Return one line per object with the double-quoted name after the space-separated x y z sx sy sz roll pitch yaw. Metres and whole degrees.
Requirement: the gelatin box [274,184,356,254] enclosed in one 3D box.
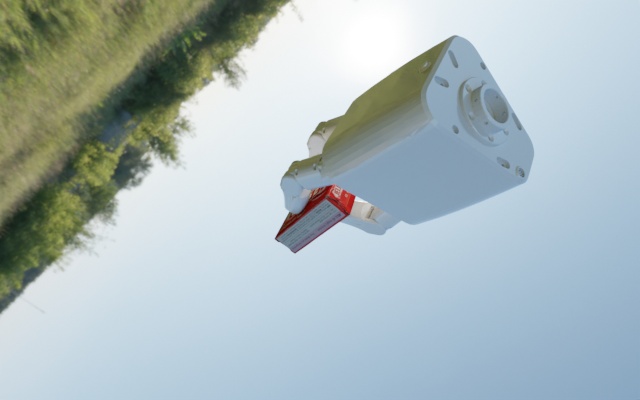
0.000 0.002 0.464 0.030 0.073 0.089 39 -48 -13 "gelatin box"
